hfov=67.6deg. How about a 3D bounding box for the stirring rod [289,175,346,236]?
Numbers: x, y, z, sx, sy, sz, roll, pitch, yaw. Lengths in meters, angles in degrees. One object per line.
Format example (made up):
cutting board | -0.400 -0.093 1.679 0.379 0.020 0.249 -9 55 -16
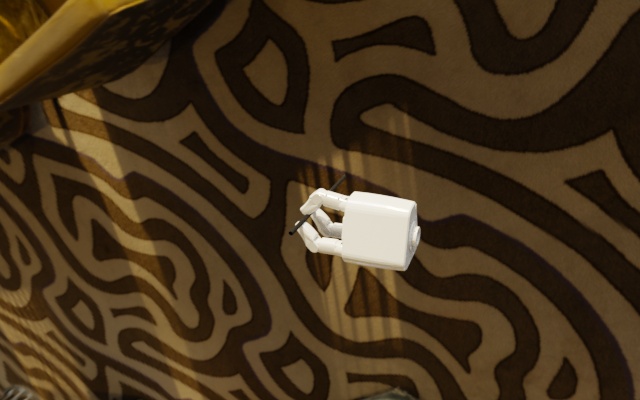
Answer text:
stirring rod | 0.000 0.003 0.871 0.011 0.011 0.239 0 25 26
